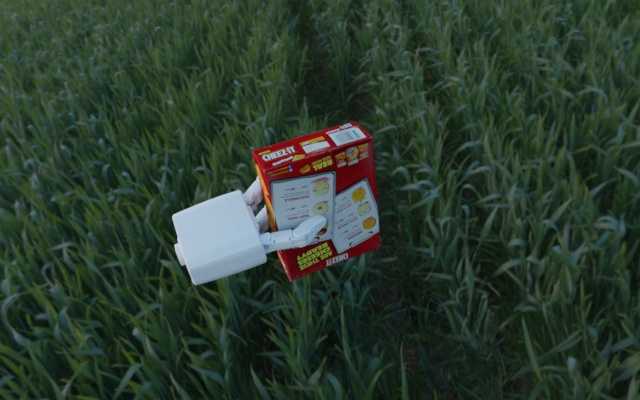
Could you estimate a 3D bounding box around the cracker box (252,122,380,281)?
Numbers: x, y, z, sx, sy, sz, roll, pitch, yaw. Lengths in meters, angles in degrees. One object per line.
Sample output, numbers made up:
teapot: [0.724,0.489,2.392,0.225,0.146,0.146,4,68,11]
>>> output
cracker box: [0.000,0.002,0.735,0.164,0.214,0.072,-19,39,-12]
